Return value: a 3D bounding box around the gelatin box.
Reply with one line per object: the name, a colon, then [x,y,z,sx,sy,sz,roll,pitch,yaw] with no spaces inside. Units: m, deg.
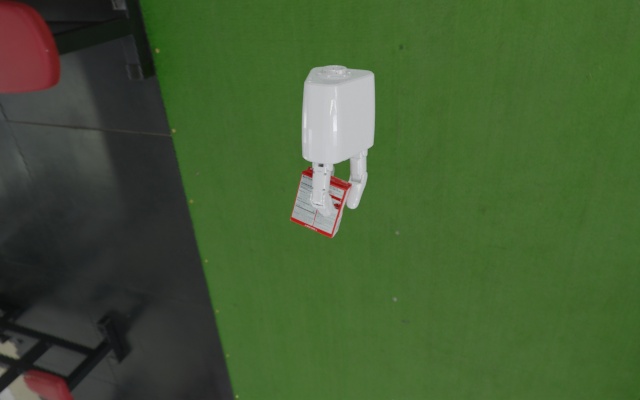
gelatin box: [0.000,0.003,0.724,0.073,0.089,0.030,22,28,13]
